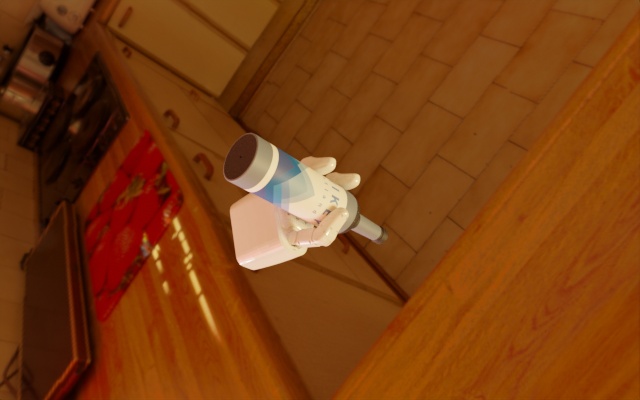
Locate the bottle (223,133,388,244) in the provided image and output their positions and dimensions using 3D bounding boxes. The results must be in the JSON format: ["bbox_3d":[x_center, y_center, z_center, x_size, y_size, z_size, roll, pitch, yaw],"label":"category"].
[{"bbox_3d":[0.000,0.002,0.677,0.069,0.069,0.296,0,-22,46],"label":"bottle"}]
